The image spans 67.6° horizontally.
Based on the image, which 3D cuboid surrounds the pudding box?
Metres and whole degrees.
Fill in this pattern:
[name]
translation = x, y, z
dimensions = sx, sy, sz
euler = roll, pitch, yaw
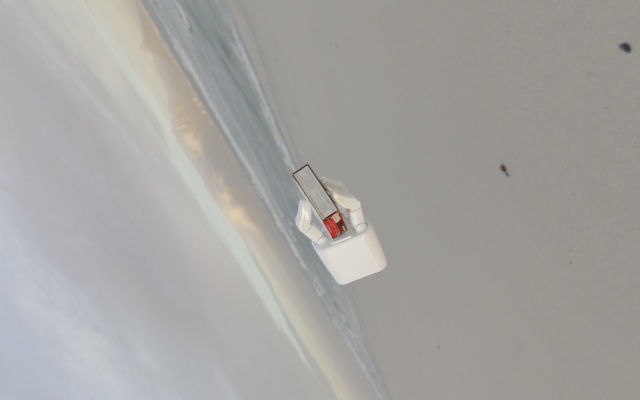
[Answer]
[pudding box]
translation = 0.000, 0.003, 0.840
dimensions = 0.039, 0.113, 0.090
euler = -33, -28, -4
